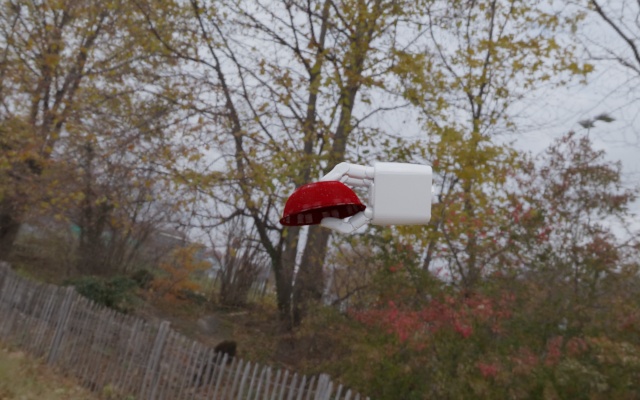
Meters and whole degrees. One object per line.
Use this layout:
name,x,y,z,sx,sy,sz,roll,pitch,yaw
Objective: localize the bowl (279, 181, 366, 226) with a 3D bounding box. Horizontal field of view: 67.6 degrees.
bowl,-0.001,0.003,0.874,0.162,0.055,0.162,-10,-12,-2
